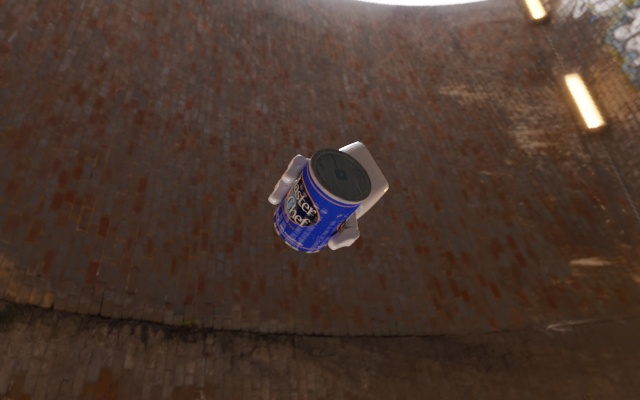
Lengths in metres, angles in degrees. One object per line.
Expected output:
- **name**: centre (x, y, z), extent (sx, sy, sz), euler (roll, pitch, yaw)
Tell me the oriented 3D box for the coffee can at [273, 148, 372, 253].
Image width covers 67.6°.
- **coffee can**: centre (0.000, 0.002, 0.746), extent (0.103, 0.102, 0.140), euler (0, -37, -34)
